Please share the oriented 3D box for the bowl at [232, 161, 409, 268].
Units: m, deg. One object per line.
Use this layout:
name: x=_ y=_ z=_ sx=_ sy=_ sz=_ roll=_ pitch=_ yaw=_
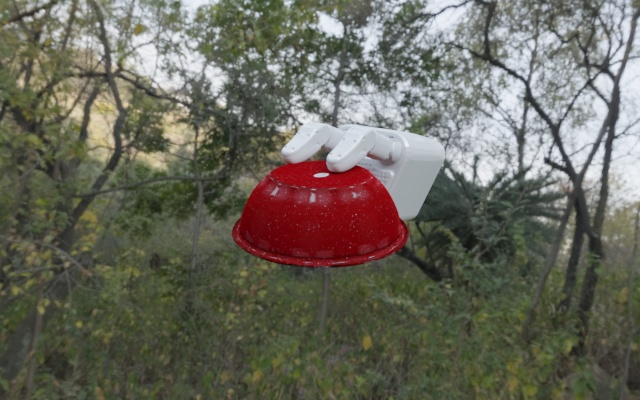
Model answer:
bowl: x=0.000 y=0.001 z=0.431 sx=0.162 sy=0.055 sz=0.162 roll=0 pitch=19 yaw=0
